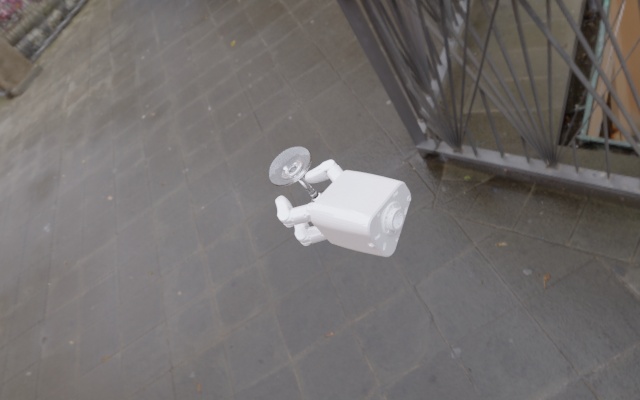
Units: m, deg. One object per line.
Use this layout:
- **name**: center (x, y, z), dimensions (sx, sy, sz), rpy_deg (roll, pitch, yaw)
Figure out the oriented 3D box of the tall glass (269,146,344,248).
- **tall glass**: center (0.000, 0.002, 0.783), dimensions (0.079, 0.079, 0.201), rpy_deg (0, -33, 34)
